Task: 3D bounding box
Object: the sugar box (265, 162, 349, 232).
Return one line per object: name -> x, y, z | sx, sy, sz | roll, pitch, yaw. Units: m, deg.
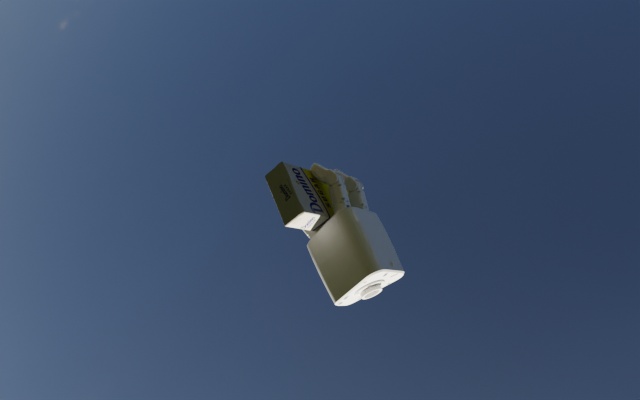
sugar box -> 0.001, 0.002, 0.746 | 0.048, 0.093, 0.176 | -37, -29, 24
